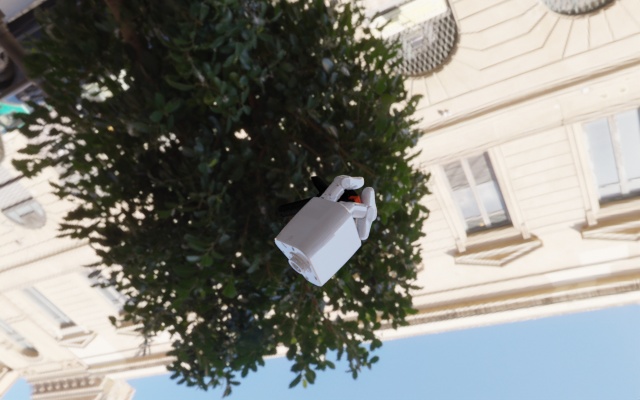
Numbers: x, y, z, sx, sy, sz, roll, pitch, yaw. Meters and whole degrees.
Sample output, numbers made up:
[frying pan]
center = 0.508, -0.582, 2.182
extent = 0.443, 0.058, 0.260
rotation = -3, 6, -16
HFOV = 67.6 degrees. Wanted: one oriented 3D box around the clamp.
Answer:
[clamp]
center = 0.001, 0.003, 0.895
extent = 0.120, 0.039, 0.171
rotation = -45, 32, -22
